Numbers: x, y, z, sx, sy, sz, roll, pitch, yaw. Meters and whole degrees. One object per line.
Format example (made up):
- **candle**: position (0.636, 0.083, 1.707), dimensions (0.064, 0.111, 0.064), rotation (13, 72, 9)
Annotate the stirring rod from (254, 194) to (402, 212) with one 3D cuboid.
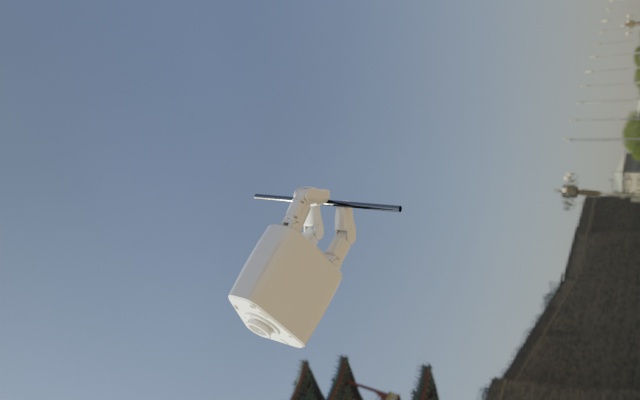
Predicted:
- **stirring rod**: position (0.000, 0.002, 0.652), dimensions (0.239, 0.011, 0.011), rotation (5, 3, 36)
